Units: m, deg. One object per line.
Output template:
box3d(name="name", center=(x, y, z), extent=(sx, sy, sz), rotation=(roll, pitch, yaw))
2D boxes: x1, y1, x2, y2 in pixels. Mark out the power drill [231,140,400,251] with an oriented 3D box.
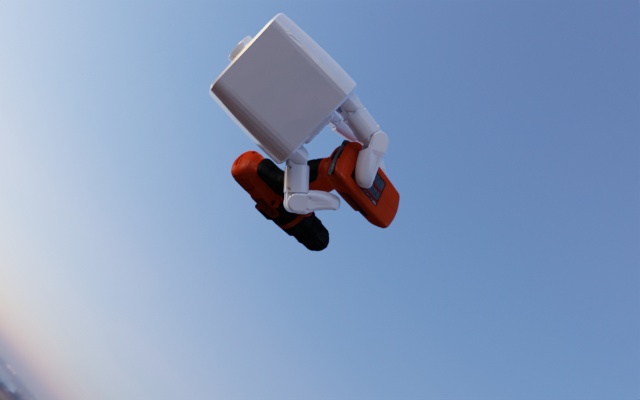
box3d(name="power drill", center=(0.000, 0.002, 0.592), extent=(0.187, 0.057, 0.184), rotation=(-8, -44, 43))
